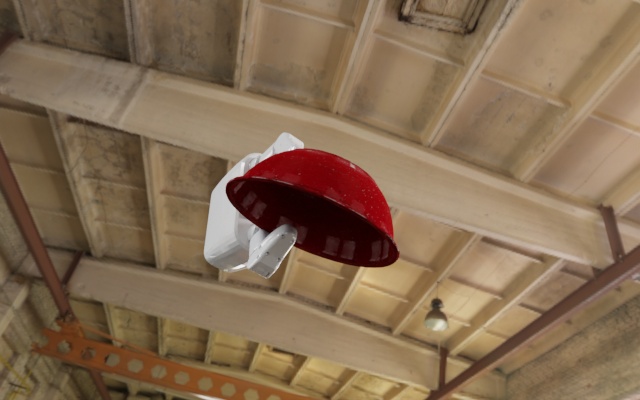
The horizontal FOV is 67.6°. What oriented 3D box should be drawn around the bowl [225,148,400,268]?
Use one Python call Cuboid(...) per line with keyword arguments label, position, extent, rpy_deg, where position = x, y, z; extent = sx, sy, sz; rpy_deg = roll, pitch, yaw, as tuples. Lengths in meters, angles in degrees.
Cuboid(label="bowl", position=(0.001, 0.001, 0.425), extent=(0.162, 0.055, 0.162), rpy_deg=(20, -21, 8))
